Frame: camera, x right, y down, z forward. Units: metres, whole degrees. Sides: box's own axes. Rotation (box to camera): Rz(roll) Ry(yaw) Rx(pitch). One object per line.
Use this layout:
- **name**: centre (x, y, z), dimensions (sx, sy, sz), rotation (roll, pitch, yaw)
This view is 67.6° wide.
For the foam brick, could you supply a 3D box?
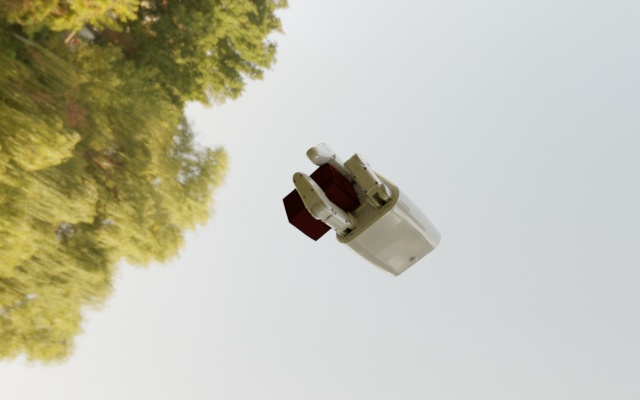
- **foam brick**: centre (0.000, 0.002, 0.594), dimensions (0.051, 0.078, 0.053), rotation (39, 20, -33)
